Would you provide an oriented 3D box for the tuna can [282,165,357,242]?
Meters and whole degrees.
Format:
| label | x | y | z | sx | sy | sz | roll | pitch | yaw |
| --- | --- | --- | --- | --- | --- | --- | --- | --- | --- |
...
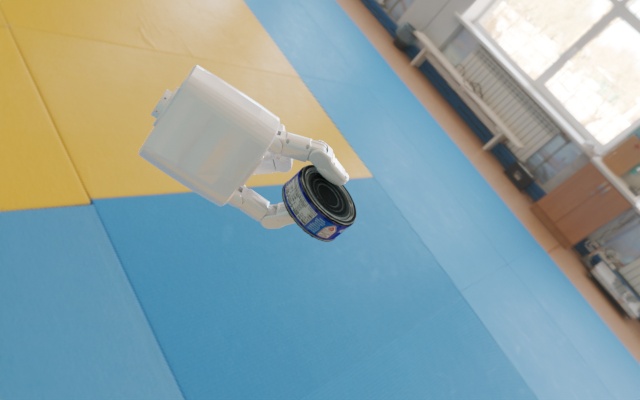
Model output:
| label | x | y | z | sx | sy | sz | roll | pitch | yaw |
| --- | --- | --- | --- | --- | --- | --- | --- | --- | --- |
| tuna can | 0.001 | 0.001 | 0.537 | 0.034 | 0.086 | 0.086 | -41 | -23 | 29 |
